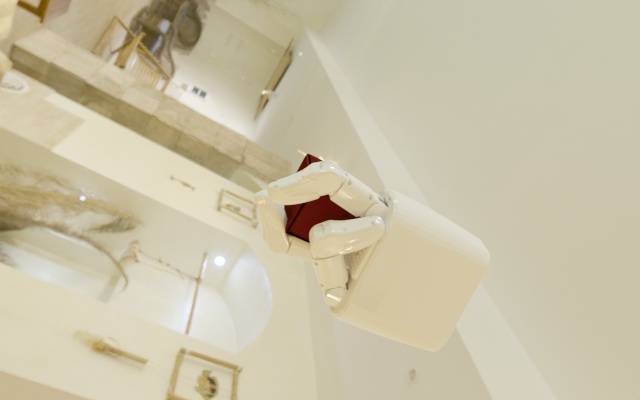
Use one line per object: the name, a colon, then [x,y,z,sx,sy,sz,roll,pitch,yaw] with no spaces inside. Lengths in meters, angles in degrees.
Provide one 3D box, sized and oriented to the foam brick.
foam brick: [0.000,0.001,0.444,0.051,0.053,0.078,24,23,-16]
